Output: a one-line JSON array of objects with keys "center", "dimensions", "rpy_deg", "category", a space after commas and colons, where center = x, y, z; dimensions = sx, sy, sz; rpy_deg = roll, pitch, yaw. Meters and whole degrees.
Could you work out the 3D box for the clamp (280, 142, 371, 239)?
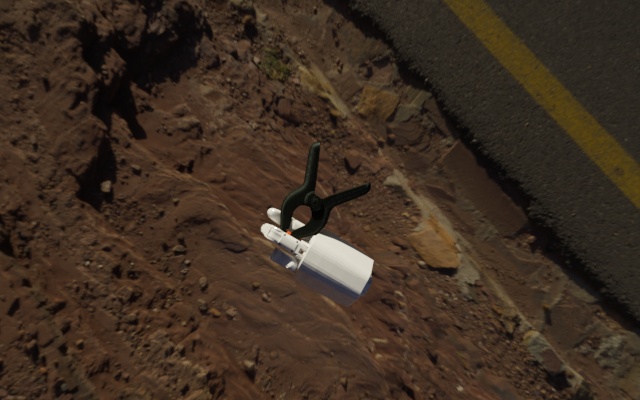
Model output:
[{"center": [0.000, 0.003, 0.779], "dimensions": [0.120, 0.171, 0.039], "rpy_deg": [30, -4, 3], "category": "clamp"}]
